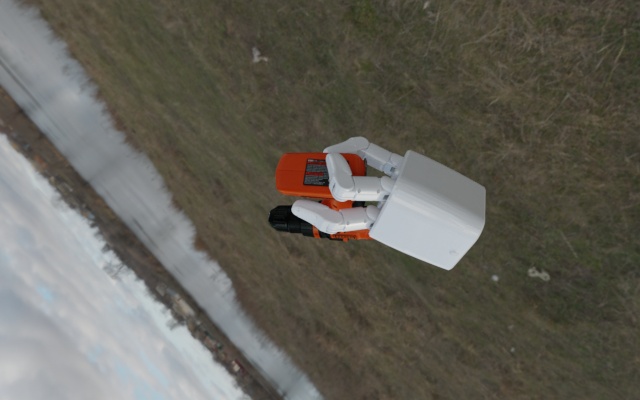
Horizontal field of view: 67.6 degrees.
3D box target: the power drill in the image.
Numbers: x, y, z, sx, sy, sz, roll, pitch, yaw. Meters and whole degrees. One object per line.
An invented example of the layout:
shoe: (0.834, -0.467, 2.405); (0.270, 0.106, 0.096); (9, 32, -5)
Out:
power drill: (0.000, 0.002, 0.636); (0.184, 0.057, 0.188); (1, -22, 12)
